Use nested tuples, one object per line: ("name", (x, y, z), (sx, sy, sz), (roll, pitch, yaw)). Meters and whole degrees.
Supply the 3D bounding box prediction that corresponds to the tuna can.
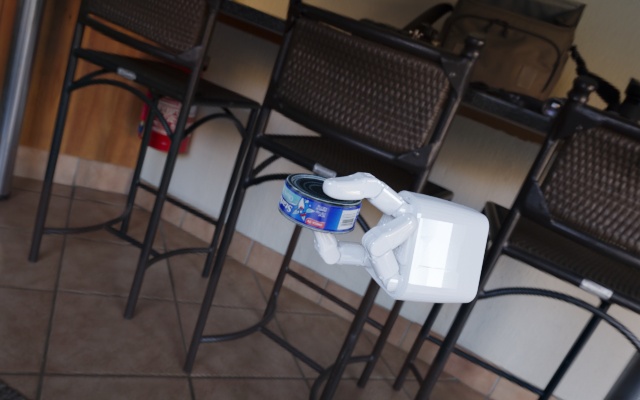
("tuna can", (0.000, 0.001, 0.508), (0.086, 0.034, 0.086), (15, 19, -5))
